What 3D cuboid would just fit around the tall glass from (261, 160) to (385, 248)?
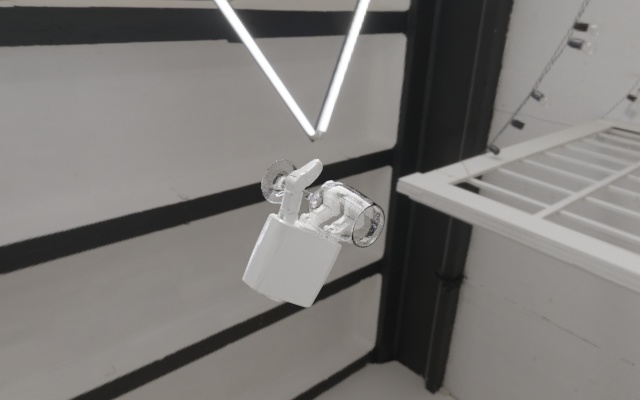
[{"bbox_3d":[0.000,0.002,0.698,0.079,0.079,0.201,0,19,-43],"label":"tall glass"}]
